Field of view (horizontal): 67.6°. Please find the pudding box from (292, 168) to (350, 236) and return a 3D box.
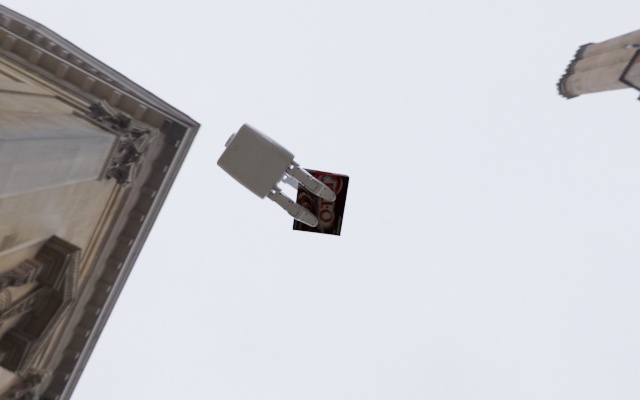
[{"bbox_3d":[0.000,0.003,0.868,0.090,0.113,0.039,8,11,-2],"label":"pudding box"}]
